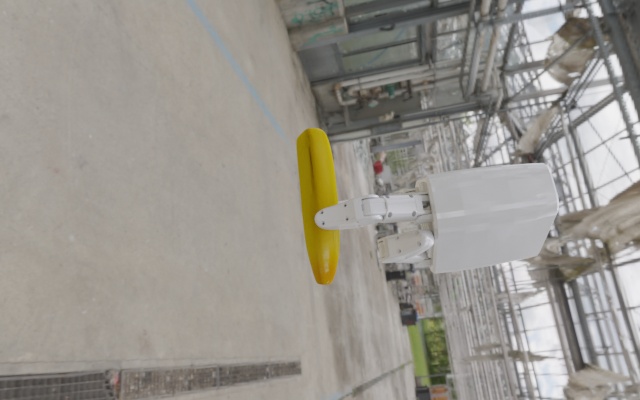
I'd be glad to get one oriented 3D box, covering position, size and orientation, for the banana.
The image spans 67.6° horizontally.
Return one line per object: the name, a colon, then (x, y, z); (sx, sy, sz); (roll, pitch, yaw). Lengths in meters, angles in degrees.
banana: (-0.002, -0.013, 0.484); (0.037, 0.197, 0.070); (-8, -42, 1)
